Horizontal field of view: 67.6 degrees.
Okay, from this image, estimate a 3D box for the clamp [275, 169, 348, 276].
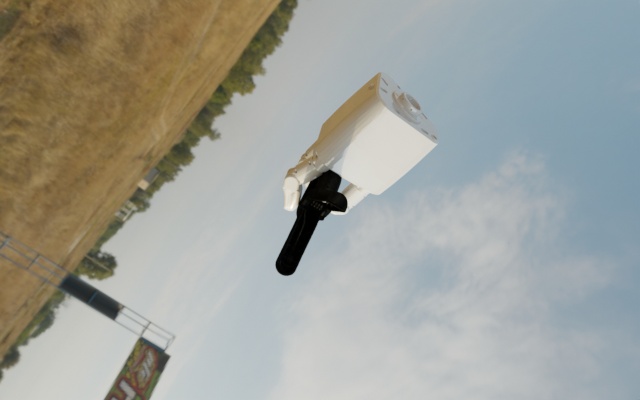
[{"bbox_3d":[0.001,0.002,0.572,0.039,0.171,0.120,37,-56,-16],"label":"clamp"}]
